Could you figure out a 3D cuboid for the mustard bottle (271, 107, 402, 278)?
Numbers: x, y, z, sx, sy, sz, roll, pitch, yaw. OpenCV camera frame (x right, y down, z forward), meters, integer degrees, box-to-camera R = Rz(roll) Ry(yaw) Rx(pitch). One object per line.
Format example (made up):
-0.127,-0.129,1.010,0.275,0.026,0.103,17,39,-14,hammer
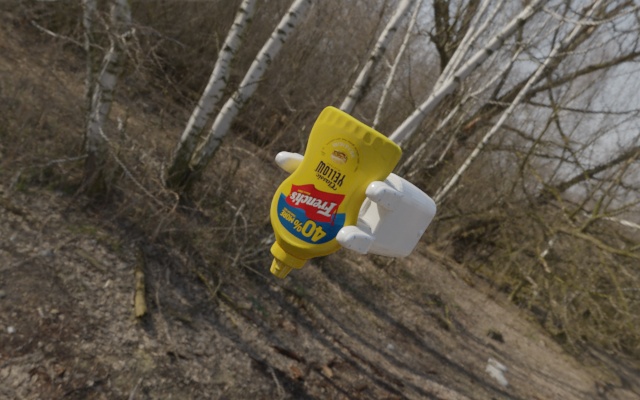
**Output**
0.000,0.001,0.523,0.096,0.191,0.058,33,9,15,mustard bottle
